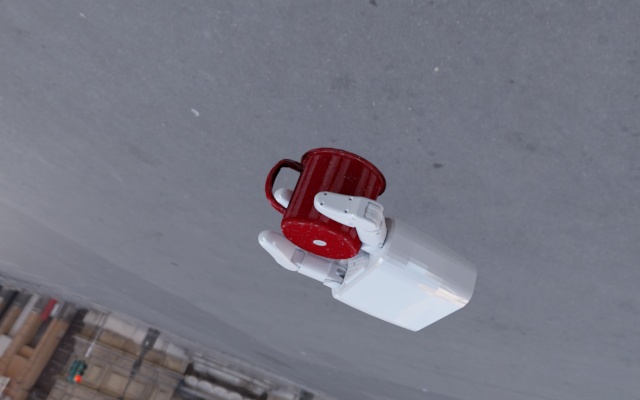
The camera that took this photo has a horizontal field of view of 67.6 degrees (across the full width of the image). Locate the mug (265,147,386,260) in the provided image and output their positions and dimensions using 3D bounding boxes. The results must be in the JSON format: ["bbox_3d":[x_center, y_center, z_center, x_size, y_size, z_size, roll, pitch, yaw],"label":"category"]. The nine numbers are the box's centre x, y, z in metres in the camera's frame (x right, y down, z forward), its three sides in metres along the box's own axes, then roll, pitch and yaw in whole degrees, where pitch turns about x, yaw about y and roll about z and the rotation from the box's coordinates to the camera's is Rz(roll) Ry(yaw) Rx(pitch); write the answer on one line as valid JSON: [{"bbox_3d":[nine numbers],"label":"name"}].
[{"bbox_3d":[-0.001,0.001,0.475,0.117,0.081,0.093,27,-26,-12],"label":"mug"}]
